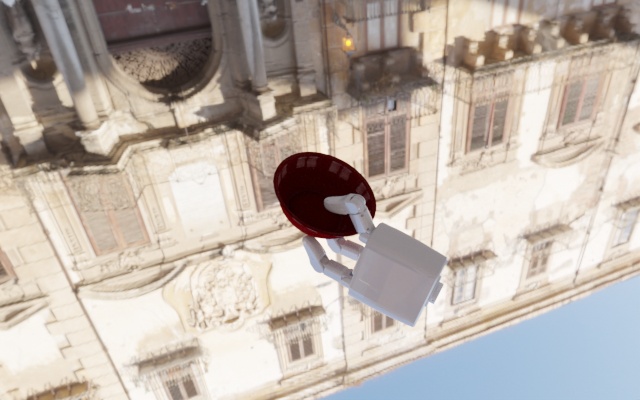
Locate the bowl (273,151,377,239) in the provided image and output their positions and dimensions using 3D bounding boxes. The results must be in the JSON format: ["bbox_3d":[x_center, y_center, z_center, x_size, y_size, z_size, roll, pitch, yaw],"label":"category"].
[{"bbox_3d":[-0.001,0.002,0.719,0.162,0.162,0.055,0,-38,-26],"label":"bowl"}]
